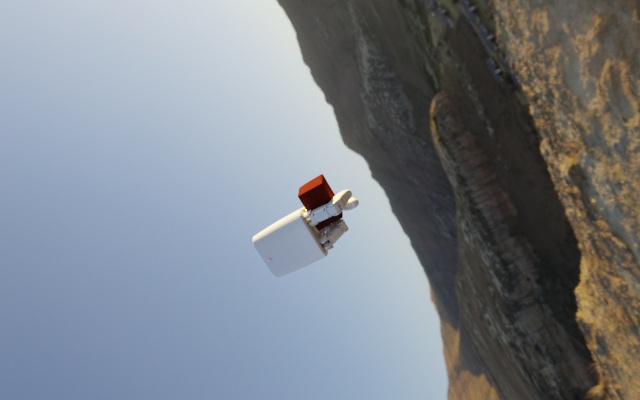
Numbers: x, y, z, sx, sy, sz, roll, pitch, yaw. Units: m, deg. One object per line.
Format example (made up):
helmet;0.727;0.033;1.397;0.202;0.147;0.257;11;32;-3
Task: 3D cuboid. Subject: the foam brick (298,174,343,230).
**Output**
foam brick;0.000;0.003;0.863;0.051;0.078;0.053;-27;17;12
